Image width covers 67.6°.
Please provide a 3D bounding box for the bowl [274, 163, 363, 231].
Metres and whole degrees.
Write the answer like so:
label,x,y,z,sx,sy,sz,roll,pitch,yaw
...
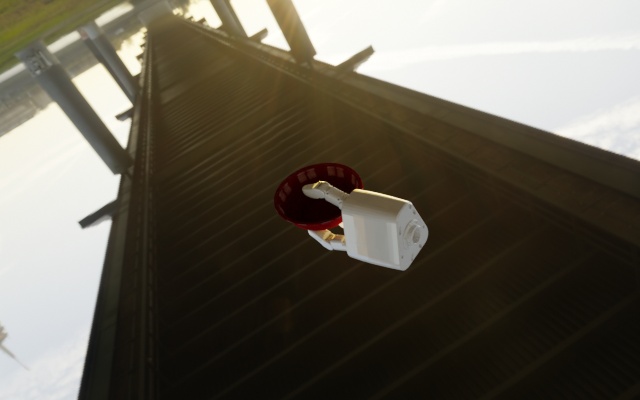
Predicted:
label,x,y,z,sx,sy,sz,roll,pitch,yaw
bowl,-0.001,0.003,0.863,0.162,0.055,0.162,-9,42,8
